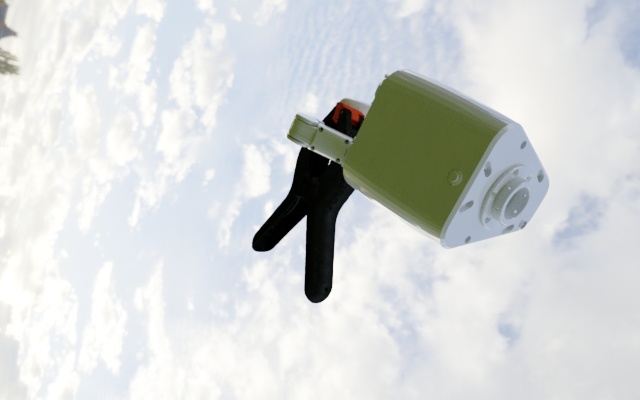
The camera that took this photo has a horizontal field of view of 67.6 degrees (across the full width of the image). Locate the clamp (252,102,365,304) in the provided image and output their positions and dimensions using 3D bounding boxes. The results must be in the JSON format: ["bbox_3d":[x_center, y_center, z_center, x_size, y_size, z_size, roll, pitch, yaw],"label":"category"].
[{"bbox_3d":[0.001,0.001,0.425,0.039,0.171,0.120,11,21,-44],"label":"clamp"}]
